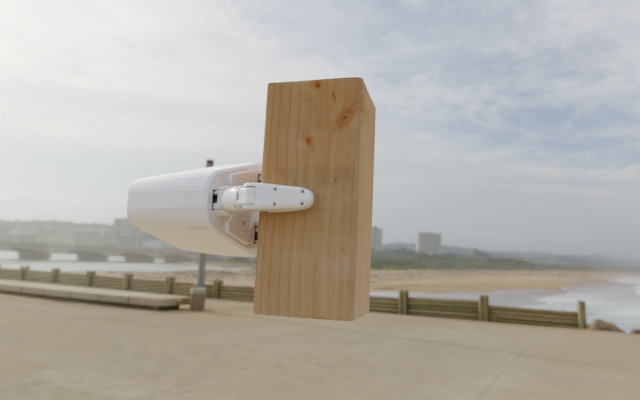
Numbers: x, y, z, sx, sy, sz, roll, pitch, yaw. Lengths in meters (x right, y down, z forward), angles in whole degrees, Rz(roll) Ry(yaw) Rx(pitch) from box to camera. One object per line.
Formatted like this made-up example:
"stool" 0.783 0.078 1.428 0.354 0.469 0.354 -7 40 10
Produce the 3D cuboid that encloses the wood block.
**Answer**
"wood block" 0.000 0.001 0.449 0.090 0.206 0.091 0 -7 15
